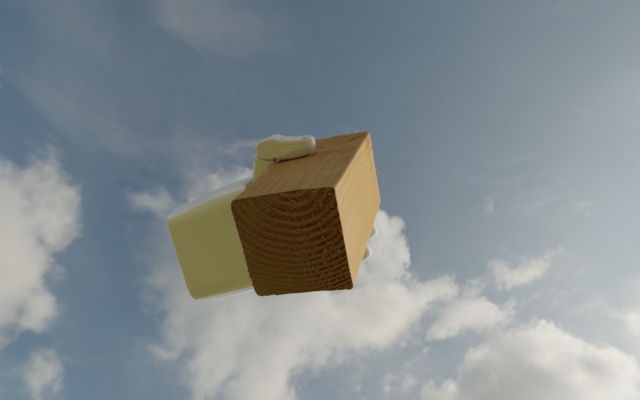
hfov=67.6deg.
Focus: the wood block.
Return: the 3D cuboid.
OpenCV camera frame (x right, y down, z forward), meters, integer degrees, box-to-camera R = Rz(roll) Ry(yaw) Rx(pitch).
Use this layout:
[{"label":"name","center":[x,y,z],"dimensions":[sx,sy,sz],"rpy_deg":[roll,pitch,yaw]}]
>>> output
[{"label":"wood block","center":[0.000,0.001,0.477],"dimensions":[0.090,0.091,0.206],"rpy_deg":[-7,18,16]}]
